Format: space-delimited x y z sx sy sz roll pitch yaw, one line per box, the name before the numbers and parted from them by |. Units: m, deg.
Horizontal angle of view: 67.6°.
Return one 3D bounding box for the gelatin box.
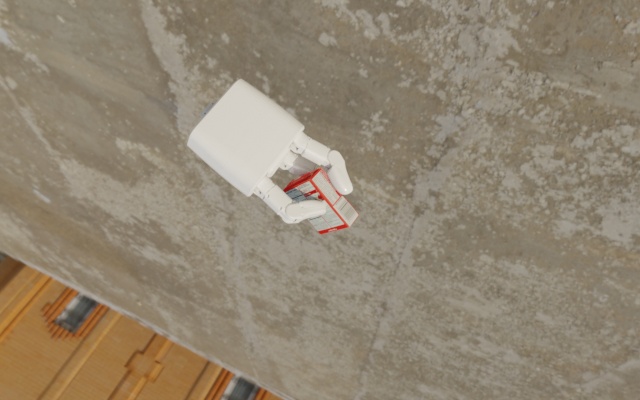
gelatin box | 0.000 0.003 0.663 0.030 0.089 0.073 -48 15 -32
